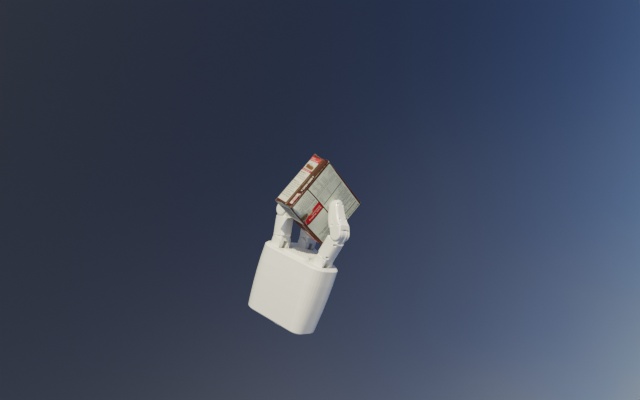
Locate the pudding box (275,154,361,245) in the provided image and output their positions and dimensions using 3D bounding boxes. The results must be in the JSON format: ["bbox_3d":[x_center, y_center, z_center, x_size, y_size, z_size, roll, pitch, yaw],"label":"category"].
[{"bbox_3d":[0.000,0.002,0.702,0.039,0.090,0.113,28,-16,43],"label":"pudding box"}]
